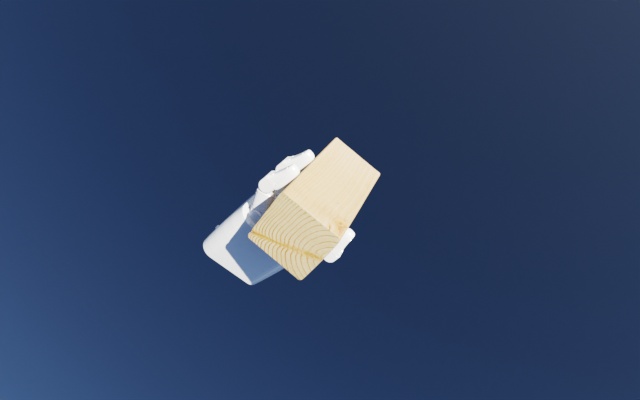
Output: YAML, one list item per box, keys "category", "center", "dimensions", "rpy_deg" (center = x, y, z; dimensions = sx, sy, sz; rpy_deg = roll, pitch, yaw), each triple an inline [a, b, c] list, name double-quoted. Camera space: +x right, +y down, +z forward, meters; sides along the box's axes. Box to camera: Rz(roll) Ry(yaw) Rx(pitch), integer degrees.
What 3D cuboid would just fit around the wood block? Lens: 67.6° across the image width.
- category: "wood block"
  center: [0.000, 0.003, 0.658]
  dimensions: [0.090, 0.091, 0.206]
  rpy_deg: [-49, 2, 32]
